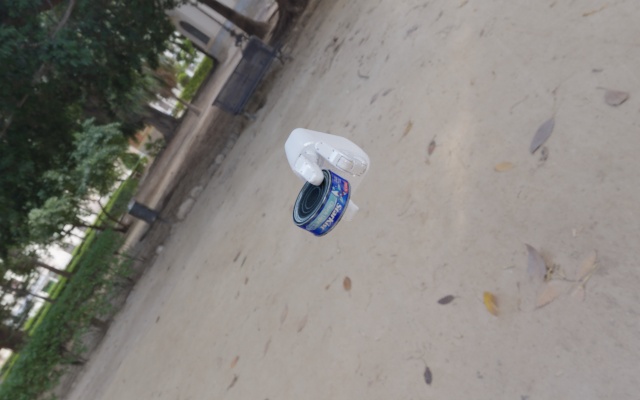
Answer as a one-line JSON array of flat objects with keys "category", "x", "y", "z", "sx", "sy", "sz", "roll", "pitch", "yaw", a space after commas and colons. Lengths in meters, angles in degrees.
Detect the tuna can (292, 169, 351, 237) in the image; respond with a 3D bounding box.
[{"category": "tuna can", "x": 0.000, "y": 0.002, "z": 0.625, "sx": 0.034, "sy": 0.086, "sz": 0.086, "roll": 29, "pitch": -13, "yaw": -25}]
